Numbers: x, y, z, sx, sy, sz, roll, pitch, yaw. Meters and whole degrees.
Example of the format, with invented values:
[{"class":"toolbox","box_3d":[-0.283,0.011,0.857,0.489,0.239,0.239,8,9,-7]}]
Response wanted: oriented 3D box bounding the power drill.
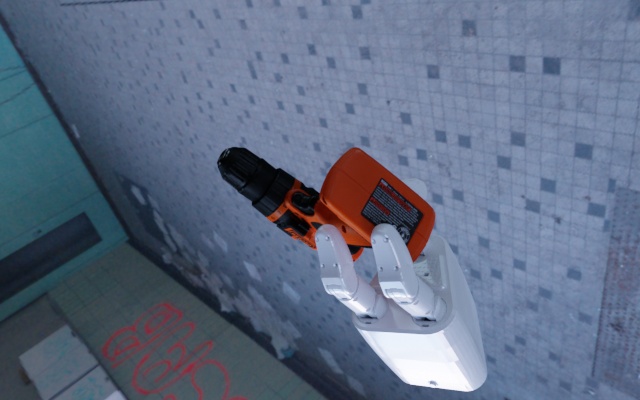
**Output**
[{"class":"power drill","box_3d":[0.000,0.002,0.444,0.184,0.057,0.187,36,-16,-19]}]
